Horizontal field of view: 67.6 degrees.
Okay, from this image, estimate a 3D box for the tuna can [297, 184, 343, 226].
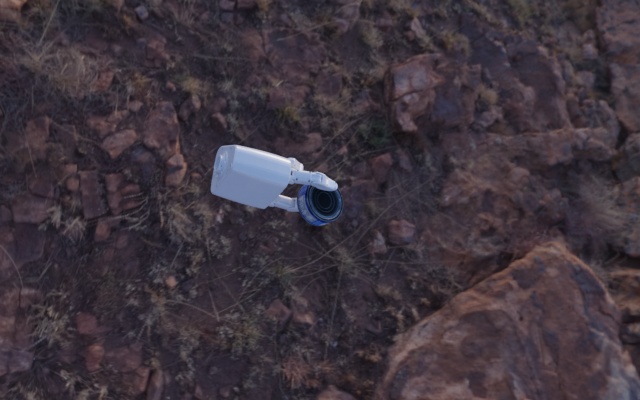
[{"bbox_3d":[0.001,0.003,0.891,0.086,0.086,0.034,0,-14,-37],"label":"tuna can"}]
